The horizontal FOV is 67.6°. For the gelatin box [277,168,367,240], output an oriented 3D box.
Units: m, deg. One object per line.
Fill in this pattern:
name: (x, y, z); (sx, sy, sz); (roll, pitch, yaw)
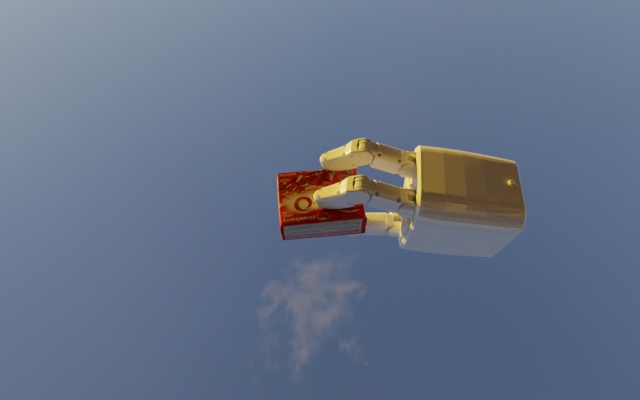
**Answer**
gelatin box: (0.000, 0.002, 0.508); (0.089, 0.073, 0.030); (-5, -39, -3)
